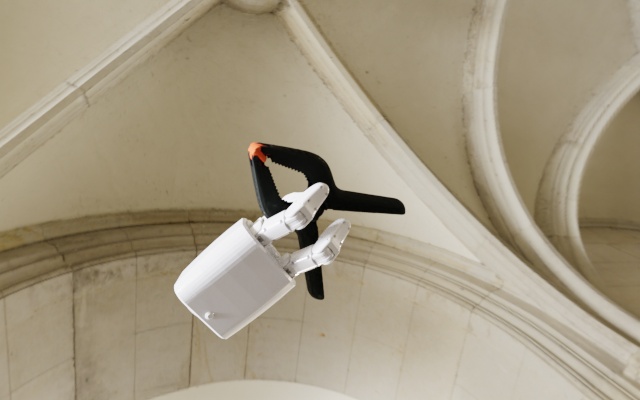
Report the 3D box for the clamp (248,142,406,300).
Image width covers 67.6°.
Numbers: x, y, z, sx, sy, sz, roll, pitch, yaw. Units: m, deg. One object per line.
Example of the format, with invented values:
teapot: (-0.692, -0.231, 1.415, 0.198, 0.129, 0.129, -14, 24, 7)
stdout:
clamp: (-0.001, 0.001, 0.570, 0.164, 0.210, 0.036, -40, 26, -6)
